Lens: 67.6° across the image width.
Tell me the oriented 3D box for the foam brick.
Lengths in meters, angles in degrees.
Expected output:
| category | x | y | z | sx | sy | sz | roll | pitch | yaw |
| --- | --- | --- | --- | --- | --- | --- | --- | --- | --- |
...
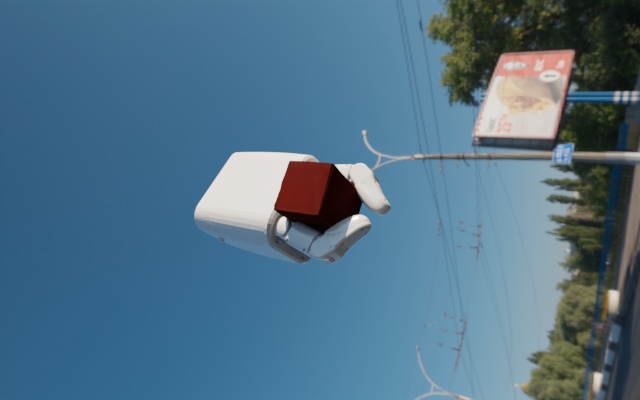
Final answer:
| category | x | y | z | sx | sy | sz | roll | pitch | yaw |
| --- | --- | --- | --- | --- | --- | --- | --- | --- | --- |
| foam brick | 0.000 | 0.001 | 0.466 | 0.051 | 0.053 | 0.078 | 8 | -18 | 30 |
